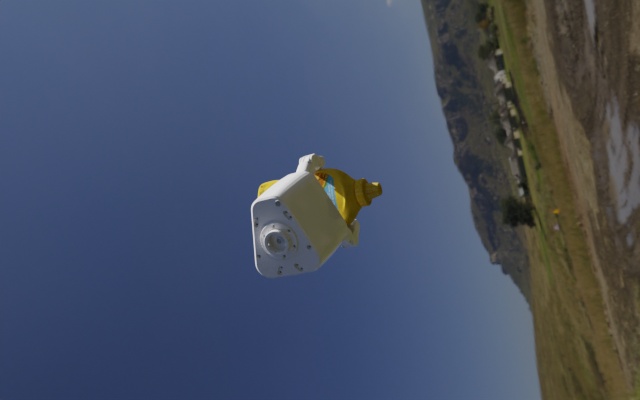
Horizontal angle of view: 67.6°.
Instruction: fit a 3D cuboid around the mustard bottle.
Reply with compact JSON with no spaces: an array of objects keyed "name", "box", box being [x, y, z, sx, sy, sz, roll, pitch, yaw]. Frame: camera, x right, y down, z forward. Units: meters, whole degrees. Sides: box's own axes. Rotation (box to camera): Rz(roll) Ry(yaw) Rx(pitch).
[{"name":"mustard bottle","box":[0.000,0.002,0.723,0.191,0.096,0.058,-13,-11,23]}]
